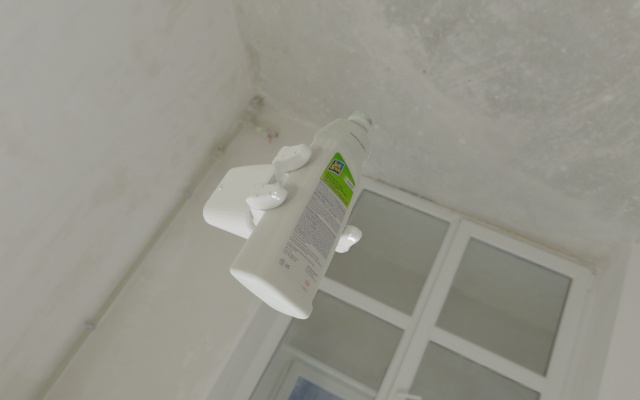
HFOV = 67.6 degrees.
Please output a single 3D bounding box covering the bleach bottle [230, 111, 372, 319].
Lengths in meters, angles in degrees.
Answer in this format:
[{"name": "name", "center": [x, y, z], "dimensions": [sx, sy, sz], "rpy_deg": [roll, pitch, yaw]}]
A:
[{"name": "bleach bottle", "center": [0.000, 0.002, 0.556], "dimensions": [0.068, 0.250, 0.103], "rpy_deg": [6, -33, 43]}]
